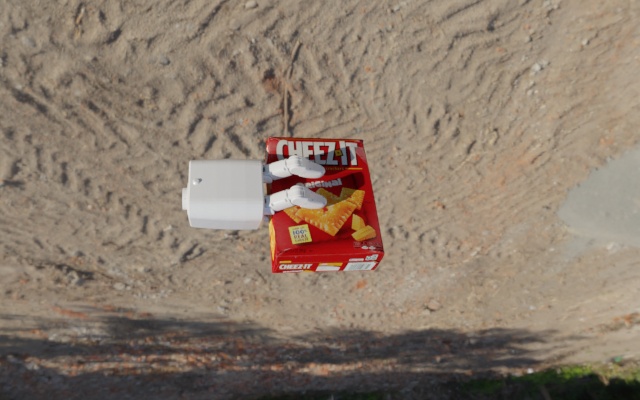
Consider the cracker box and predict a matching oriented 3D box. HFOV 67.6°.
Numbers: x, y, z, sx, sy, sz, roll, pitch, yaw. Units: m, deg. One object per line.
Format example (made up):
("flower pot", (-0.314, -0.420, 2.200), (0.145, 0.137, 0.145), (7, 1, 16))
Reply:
("cracker box", (0.000, 0.003, 0.751), (0.164, 0.213, 0.072), (0, -30, -13))
